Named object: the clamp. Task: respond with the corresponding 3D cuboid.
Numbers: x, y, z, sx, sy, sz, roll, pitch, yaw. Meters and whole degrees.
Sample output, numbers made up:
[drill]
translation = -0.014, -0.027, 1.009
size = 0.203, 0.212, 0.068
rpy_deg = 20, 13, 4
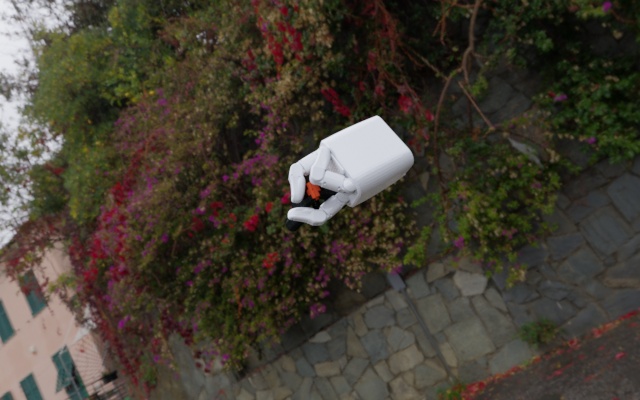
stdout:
[clamp]
translation = 0.000, 0.002, 0.813
size = 0.120, 0.039, 0.171
rpy_deg = -28, -11, -15
